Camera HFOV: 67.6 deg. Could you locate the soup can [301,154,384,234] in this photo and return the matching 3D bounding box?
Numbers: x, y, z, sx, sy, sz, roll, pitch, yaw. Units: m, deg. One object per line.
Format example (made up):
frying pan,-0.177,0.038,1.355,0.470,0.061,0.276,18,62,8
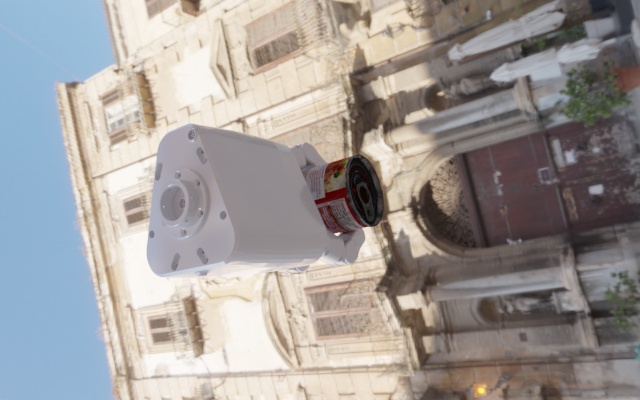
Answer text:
soup can,0.000,0.001,0.460,0.102,0.068,0.068,-14,-8,30
